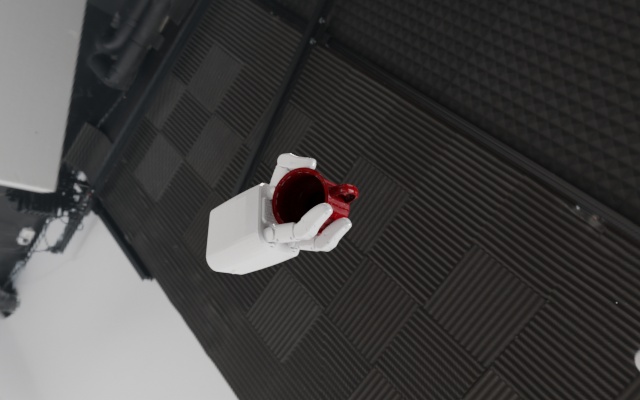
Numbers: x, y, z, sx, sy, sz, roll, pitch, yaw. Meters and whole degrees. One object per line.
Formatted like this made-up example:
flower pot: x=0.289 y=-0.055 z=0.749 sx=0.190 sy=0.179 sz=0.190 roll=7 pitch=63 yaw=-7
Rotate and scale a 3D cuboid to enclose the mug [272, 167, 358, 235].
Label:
mug: x=0.001 y=0.002 z=0.690 sx=0.117 sy=0.093 sz=0.081 roll=-22 pitch=-21 yaw=24
